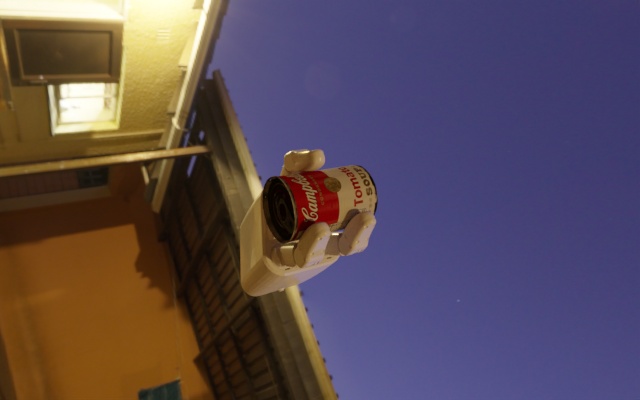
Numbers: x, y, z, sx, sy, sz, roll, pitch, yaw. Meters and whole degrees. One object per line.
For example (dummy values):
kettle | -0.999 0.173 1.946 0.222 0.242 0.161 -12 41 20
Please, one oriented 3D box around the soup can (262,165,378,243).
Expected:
soup can | 0.000 0.001 0.499 0.102 0.068 0.068 -11 5 -31
